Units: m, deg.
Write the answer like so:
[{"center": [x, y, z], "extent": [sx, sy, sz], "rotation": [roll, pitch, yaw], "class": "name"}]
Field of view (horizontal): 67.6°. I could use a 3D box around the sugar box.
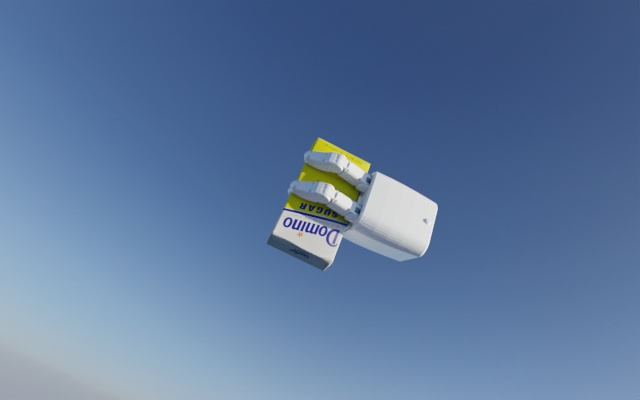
[{"center": [0.000, 0.002, 0.690], "extent": [0.093, 0.176, 0.048], "rotation": [26, -32, -5], "class": "sugar box"}]
